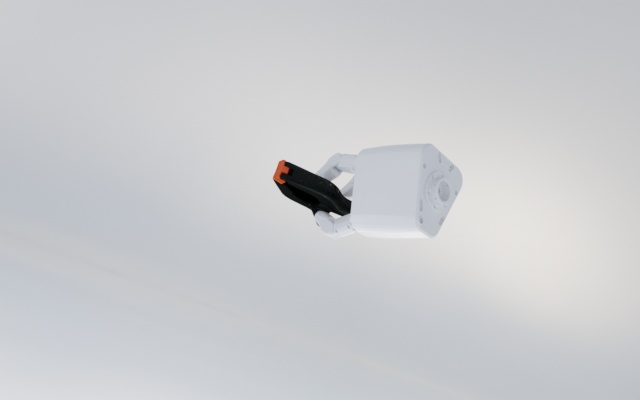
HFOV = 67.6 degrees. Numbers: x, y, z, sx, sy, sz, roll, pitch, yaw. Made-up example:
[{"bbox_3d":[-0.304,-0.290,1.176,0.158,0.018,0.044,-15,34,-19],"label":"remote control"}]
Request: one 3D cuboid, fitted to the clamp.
[{"bbox_3d":[0.000,0.003,0.716,0.210,0.036,0.164,32,-22,-36],"label":"clamp"}]
